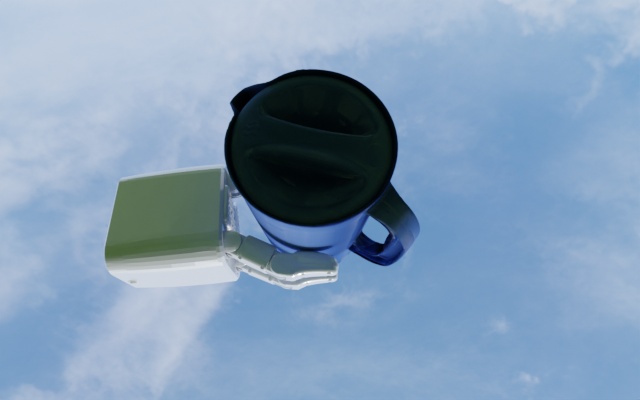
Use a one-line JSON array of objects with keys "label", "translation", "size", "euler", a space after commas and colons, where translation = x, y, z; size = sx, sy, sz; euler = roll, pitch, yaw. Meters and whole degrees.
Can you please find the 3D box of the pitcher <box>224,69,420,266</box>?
[{"label": "pitcher", "translation": [0.000, 0.001, 0.467], "size": [0.145, 0.149, 0.243], "euler": [-6, -20, -2]}]
